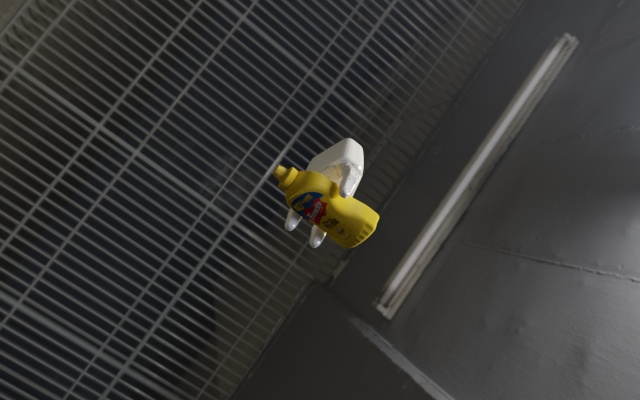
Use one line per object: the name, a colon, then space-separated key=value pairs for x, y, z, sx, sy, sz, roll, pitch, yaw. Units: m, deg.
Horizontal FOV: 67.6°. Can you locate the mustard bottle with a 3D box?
mustard bottle: x=0.000 y=0.003 z=0.818 sx=0.191 sy=0.058 sz=0.096 roll=36 pitch=-39 yaw=-13
